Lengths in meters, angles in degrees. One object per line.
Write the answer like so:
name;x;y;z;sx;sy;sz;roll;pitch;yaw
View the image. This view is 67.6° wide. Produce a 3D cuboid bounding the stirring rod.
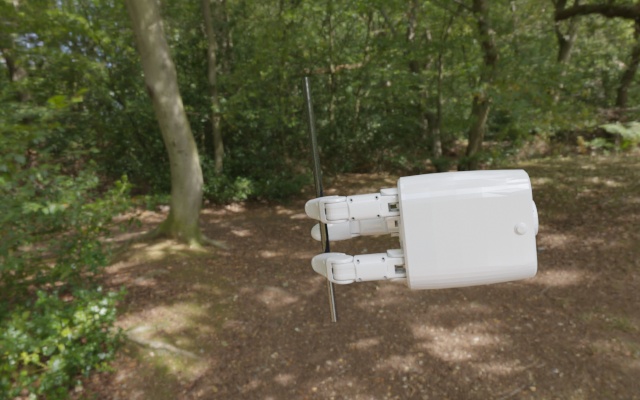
stirring rod;0.000;0.002;0.468;0.011;0.239;0.011;-7;6;1
